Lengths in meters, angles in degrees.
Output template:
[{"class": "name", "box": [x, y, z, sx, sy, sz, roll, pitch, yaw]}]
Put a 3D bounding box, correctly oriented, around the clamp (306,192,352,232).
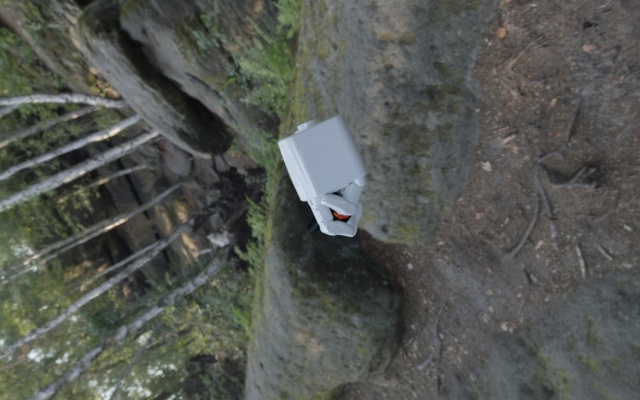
[{"class": "clamp", "box": [0.000, 0.003, 0.864, 0.039, 0.120, 0.171, -28, 10, -25]}]
